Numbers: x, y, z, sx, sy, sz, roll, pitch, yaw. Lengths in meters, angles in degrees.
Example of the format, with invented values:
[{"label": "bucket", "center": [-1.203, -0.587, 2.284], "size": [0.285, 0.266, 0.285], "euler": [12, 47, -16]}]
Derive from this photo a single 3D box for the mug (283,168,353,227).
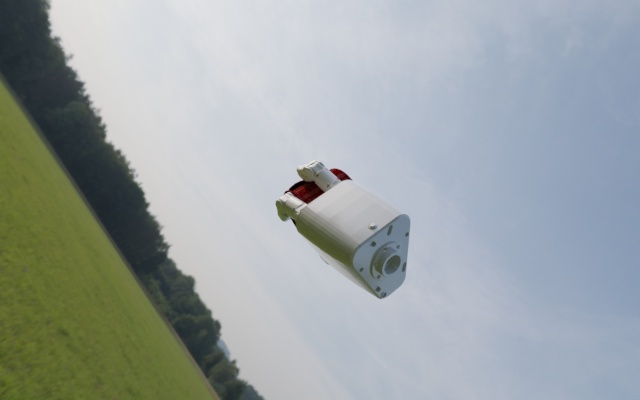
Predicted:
[{"label": "mug", "center": [-0.001, 0.002, 0.683], "size": [0.081, 0.093, 0.117], "euler": [-32, 41, -21]}]
